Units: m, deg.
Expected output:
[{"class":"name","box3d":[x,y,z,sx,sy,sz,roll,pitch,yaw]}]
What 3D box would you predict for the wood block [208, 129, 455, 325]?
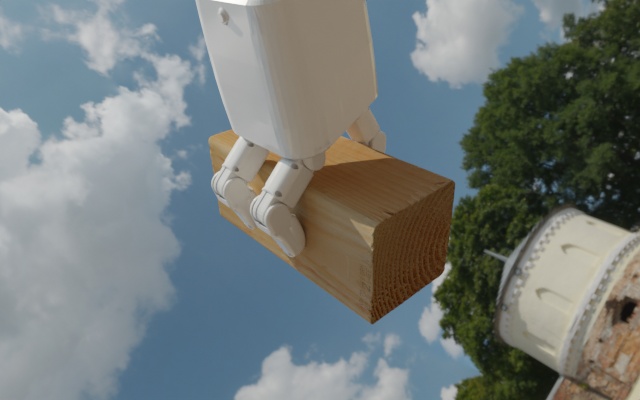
[{"class":"wood block","box3d":[0.000,0.001,0.413,0.091,0.090,0.206,-26,38,-34]}]
